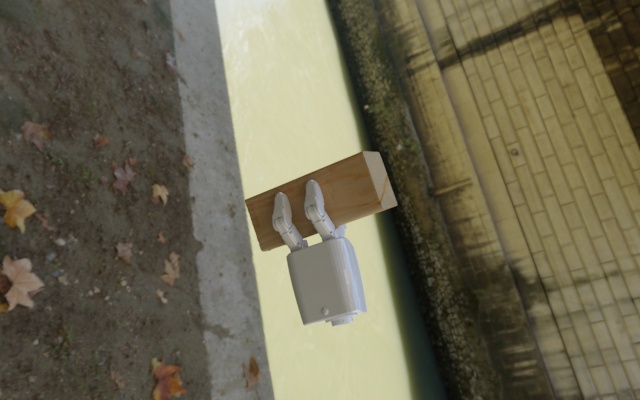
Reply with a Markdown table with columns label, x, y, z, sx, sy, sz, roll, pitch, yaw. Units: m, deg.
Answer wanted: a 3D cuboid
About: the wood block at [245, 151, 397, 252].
| label | x | y | z | sx | sy | sz | roll | pitch | yaw |
| --- | --- | --- | --- | --- | --- | --- | --- | --- | --- |
| wood block | 0.000 | 0.003 | 0.740 | 0.206 | 0.090 | 0.091 | -21 | -4 | 23 |
